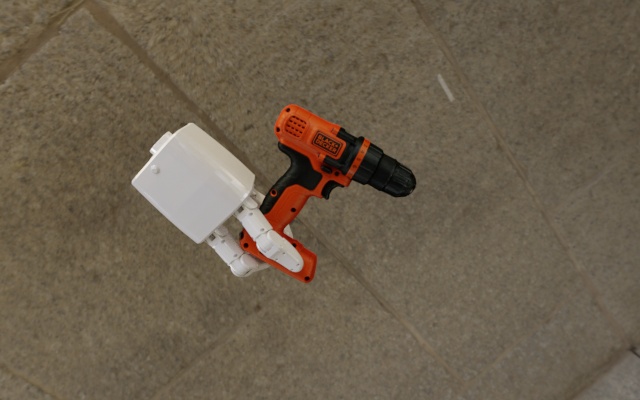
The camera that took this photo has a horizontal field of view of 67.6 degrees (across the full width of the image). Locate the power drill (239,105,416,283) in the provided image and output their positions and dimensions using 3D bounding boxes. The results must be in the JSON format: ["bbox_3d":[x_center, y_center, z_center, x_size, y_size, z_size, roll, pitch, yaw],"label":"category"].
[{"bbox_3d":[0.000,0.002,0.584,0.184,0.187,0.057,28,6,0],"label":"power drill"}]
